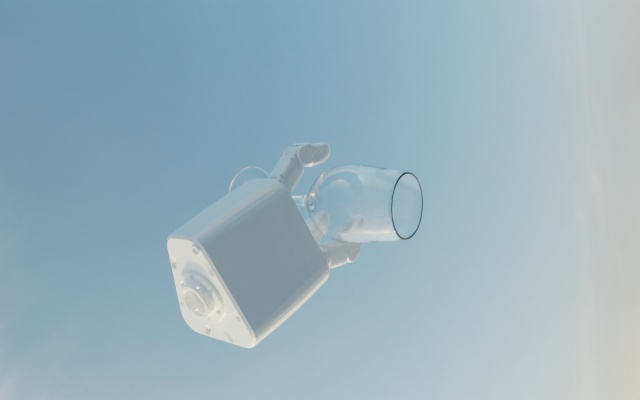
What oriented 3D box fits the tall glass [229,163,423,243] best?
[{"bbox_3d":[0.000,0.001,0.490,0.201,0.079,0.079,2,1,37],"label":"tall glass"}]
